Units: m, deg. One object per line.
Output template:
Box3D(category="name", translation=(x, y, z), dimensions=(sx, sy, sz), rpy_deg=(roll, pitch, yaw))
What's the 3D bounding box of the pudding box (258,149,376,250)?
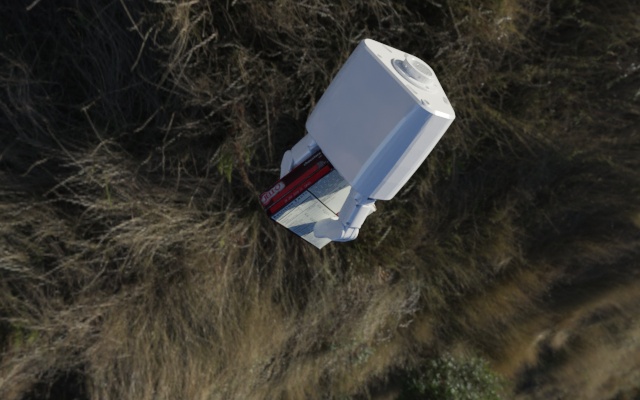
Box3D(category="pudding box", translation=(0.000, 0.002, 0.532), dimensions=(0.090, 0.039, 0.113), rpy_deg=(-35, -38, 12))
